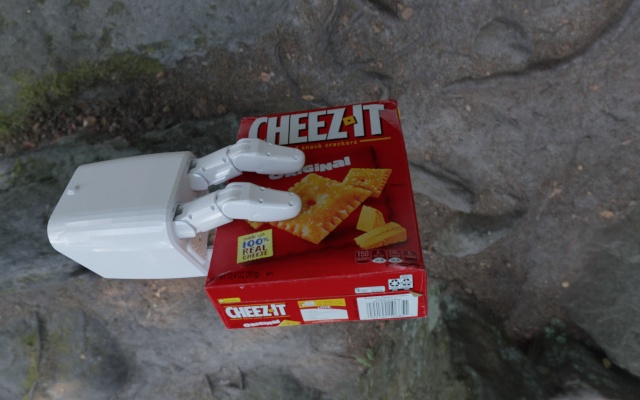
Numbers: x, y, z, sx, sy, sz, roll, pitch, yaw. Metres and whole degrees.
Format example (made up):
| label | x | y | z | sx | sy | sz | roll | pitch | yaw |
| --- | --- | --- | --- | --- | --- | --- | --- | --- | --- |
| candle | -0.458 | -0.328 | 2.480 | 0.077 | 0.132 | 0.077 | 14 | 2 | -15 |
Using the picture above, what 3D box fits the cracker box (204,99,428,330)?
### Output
| label | x | y | z | sx | sy | sz | roll | pitch | yaw |
| --- | --- | --- | --- | --- | --- | --- | --- | --- | --- |
| cracker box | 0.000 | 0.002 | 0.430 | 0.164 | 0.213 | 0.072 | -5 | -44 | 7 |
